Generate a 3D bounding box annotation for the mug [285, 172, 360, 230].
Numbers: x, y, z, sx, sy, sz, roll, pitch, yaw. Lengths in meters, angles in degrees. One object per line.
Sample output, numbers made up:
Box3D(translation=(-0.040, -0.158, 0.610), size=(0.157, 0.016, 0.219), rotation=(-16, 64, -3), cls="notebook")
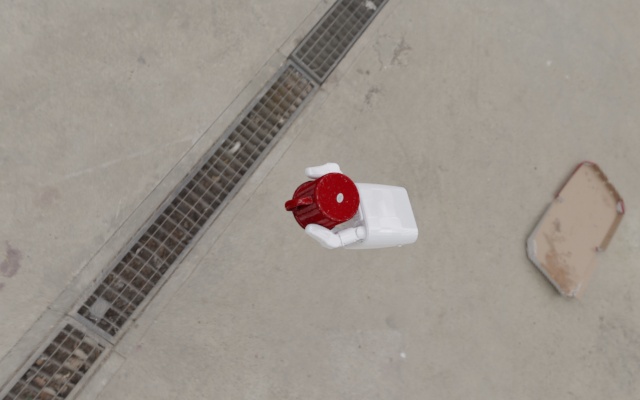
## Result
Box3D(translation=(-0.001, 0.002, 0.766), size=(0.117, 0.093, 0.081), rotation=(-1, -12, -27), cls="mug")
